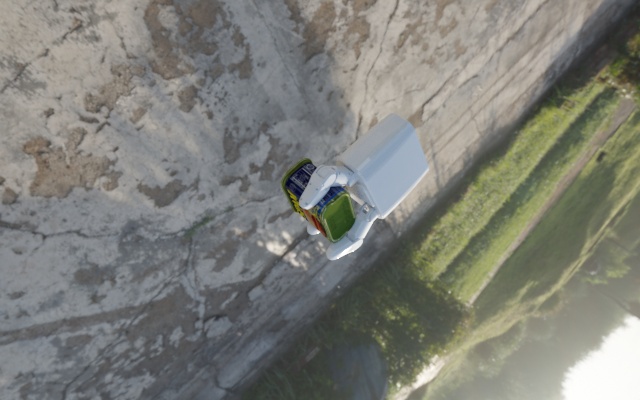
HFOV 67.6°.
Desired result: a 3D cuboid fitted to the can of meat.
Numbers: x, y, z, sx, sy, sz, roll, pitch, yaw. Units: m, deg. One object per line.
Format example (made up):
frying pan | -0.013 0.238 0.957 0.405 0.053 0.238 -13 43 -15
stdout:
can of meat | 0.000 0.002 0.668 0.084 0.057 0.102 40 -16 30
